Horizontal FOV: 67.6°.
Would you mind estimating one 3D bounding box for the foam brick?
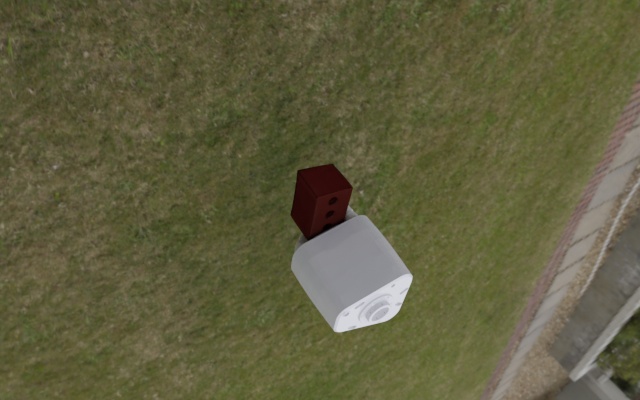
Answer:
[{"bbox_3d":[0.000,0.002,0.598,0.053,0.078,0.051,-15,47,-27],"label":"foam brick"}]
